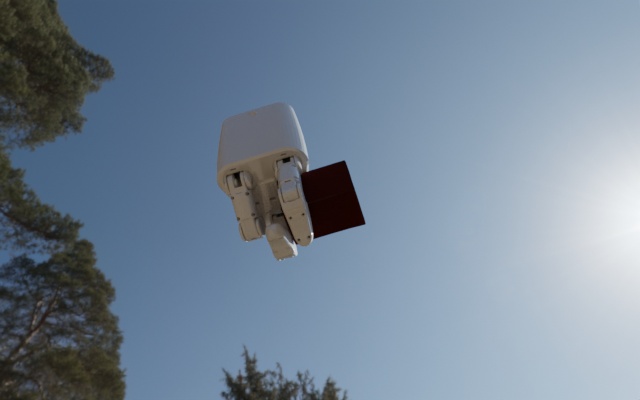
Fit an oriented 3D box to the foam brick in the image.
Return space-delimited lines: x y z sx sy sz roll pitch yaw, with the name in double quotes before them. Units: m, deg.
"foam brick" 0.000 0.002 0.497 0.078 0.053 0.051 -16 41 3
